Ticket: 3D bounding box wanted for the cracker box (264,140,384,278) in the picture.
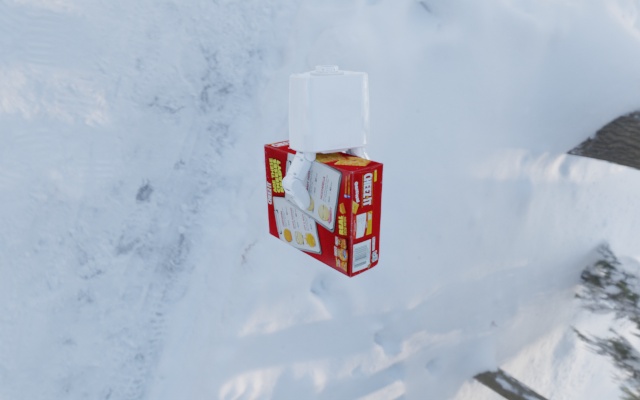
[{"bbox_3d":[0.000,0.003,0.756,0.072,0.164,0.213,-16,25,-36],"label":"cracker box"}]
